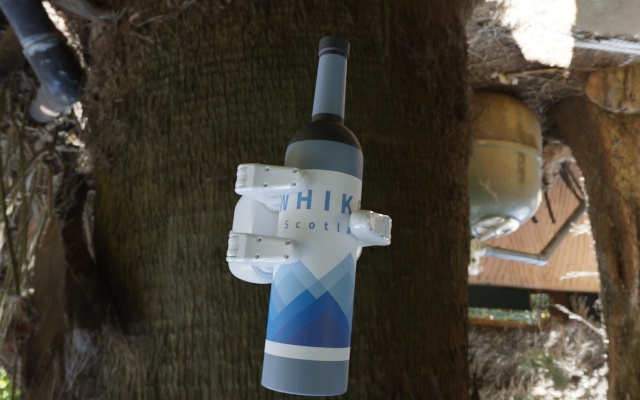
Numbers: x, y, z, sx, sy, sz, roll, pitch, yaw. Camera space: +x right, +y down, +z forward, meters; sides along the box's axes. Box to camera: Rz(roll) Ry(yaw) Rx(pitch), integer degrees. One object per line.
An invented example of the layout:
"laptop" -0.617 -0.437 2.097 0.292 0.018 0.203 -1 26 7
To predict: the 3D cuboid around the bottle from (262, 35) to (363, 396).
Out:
"bottle" 0.000 0.002 0.400 0.069 0.295 0.069 5 -12 1
